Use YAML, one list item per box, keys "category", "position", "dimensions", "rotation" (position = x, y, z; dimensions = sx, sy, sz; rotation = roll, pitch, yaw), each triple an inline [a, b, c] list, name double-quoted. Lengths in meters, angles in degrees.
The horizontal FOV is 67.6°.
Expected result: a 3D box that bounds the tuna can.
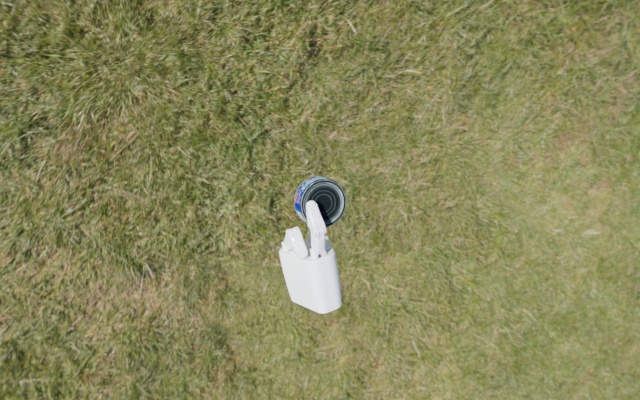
- category: "tuna can"
  position: [0.000, 0.003, 0.818]
  dimensions: [0.086, 0.086, 0.033]
  rotation: [0, 10, -21]
